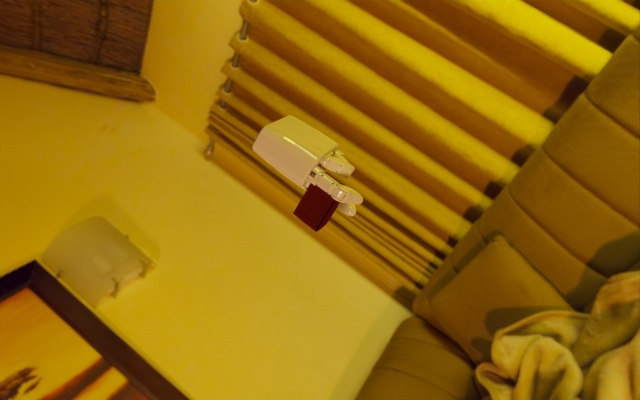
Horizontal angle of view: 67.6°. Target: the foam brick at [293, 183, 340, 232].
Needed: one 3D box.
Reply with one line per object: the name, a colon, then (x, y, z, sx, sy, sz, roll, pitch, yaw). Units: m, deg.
foam brick: (0.000, 0.003, 0.796, 0.051, 0.078, 0.053, 35, 16, 9)
